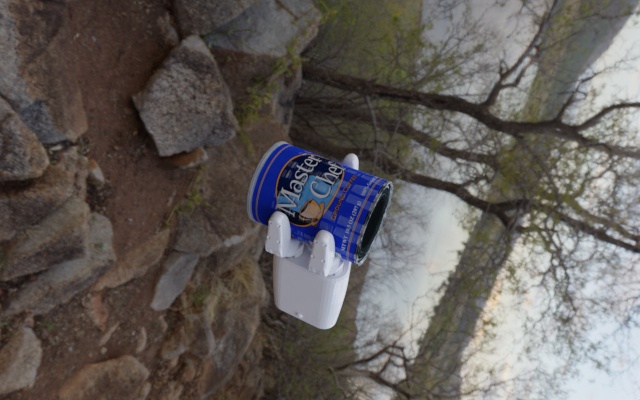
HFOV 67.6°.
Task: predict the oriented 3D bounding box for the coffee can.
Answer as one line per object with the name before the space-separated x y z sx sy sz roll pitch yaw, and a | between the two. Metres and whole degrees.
coffee can | 0.000 0.002 0.557 0.140 0.103 0.103 22 6 17
